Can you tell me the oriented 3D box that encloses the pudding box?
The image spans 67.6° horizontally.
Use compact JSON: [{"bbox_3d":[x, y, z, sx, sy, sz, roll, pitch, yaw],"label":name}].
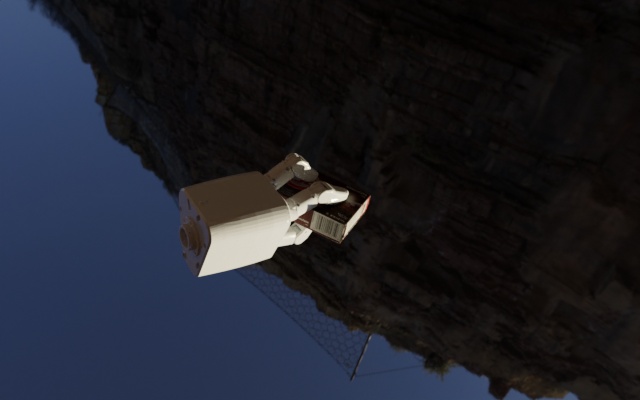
[{"bbox_3d":[0.000,0.002,0.660,0.113,0.039,0.090,27,37,14],"label":"pudding box"}]
